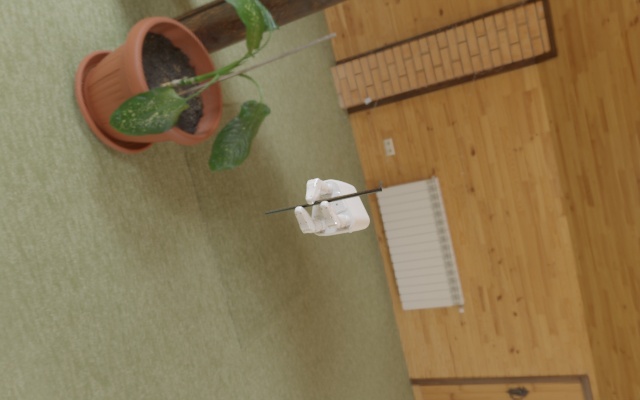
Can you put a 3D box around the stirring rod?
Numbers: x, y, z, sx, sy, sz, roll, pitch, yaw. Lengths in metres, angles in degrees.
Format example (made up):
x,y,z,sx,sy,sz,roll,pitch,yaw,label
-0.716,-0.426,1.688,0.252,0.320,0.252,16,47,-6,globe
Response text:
x,y,z,sx,sy,sz,roll,pitch,yaw,label
0.000,0.003,0.894,0.239,0.011,0.011,-12,-5,24,stirring rod
